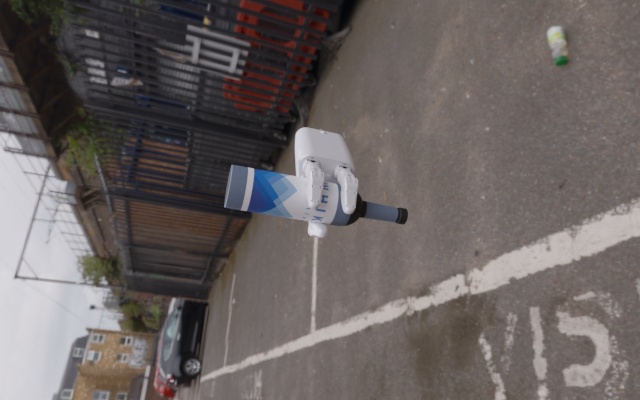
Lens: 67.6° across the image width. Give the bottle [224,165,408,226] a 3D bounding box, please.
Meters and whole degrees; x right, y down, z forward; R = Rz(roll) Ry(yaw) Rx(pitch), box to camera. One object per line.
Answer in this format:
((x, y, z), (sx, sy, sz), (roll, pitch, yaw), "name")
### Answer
((0.000, 0.003, 0.762), (0.296, 0.069, 0.069), (10, -3, -14), "bottle")
